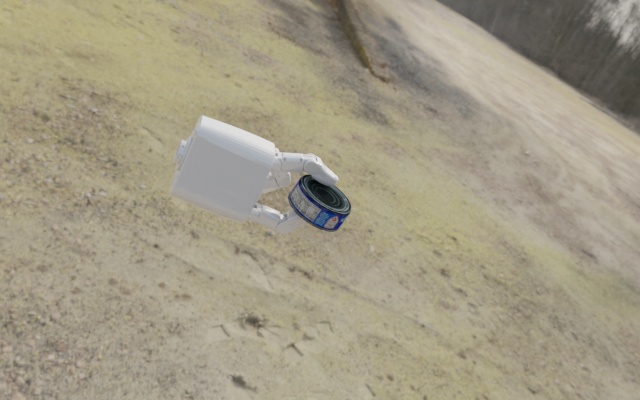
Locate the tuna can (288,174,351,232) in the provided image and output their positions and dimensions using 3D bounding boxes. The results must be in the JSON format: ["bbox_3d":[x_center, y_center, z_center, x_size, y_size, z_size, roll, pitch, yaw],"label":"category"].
[{"bbox_3d":[0.000,0.002,0.663,0.086,0.034,0.086,29,25,-15],"label":"tuna can"}]
